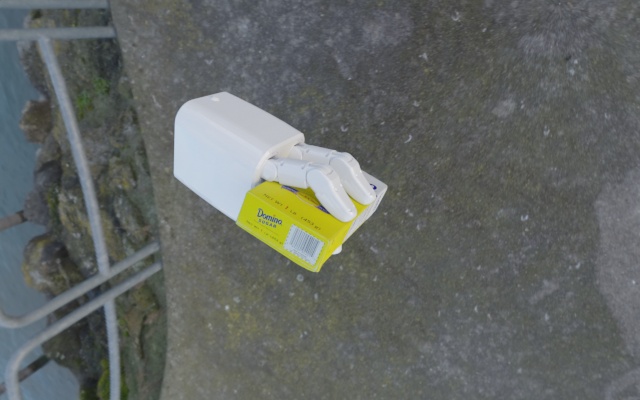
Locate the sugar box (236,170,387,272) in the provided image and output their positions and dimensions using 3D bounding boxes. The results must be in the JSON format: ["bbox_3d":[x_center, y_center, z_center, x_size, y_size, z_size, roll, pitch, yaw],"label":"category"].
[{"bbox_3d":[0.000,0.001,0.506,0.093,0.048,0.176,31,31,12],"label":"sugar box"}]
